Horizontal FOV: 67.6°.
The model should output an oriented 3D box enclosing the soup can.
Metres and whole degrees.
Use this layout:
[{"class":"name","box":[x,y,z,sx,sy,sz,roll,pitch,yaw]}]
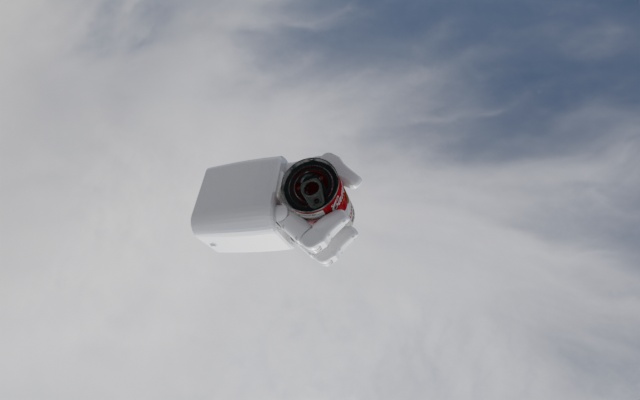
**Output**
[{"class":"soup can","box":[0.001,0.002,0.577,0.068,0.068,0.102,0,-23,16]}]
